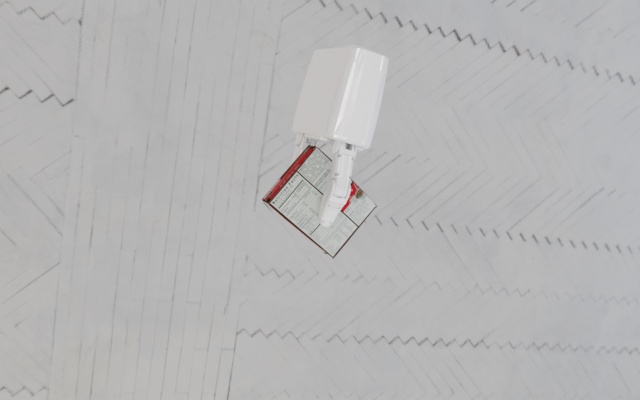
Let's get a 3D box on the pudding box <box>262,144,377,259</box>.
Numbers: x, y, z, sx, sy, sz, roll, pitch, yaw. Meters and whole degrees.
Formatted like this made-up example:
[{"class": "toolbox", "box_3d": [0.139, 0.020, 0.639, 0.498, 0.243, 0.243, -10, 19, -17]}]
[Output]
[{"class": "pudding box", "box_3d": [0.000, 0.002, 0.579, 0.113, 0.090, 0.039, 42, -4, -18]}]
